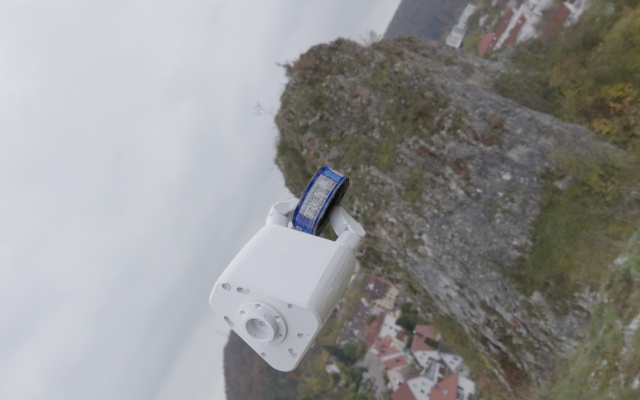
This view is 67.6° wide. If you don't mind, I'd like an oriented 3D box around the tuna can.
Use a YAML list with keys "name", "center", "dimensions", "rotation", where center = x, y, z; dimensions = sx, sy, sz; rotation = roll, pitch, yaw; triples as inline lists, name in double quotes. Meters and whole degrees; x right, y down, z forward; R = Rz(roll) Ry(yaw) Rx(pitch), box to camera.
- name: "tuna can"
  center: [0.000, 0.002, 0.582]
  dimensions: [0.034, 0.086, 0.086]
  rotation: [29, 5, 9]
